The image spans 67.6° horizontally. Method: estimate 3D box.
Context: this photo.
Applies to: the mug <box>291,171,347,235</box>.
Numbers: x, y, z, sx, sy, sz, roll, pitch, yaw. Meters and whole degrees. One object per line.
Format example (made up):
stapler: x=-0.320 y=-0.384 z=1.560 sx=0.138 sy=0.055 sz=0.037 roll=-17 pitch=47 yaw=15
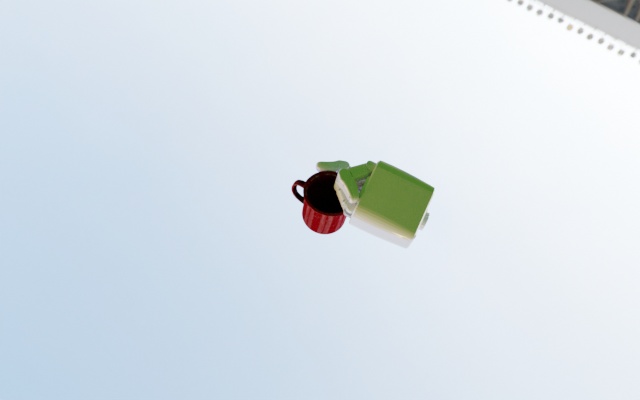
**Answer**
mug: x=-0.001 y=0.002 z=0.847 sx=0.117 sy=0.093 sz=0.081 roll=26 pitch=-32 yaw=7
